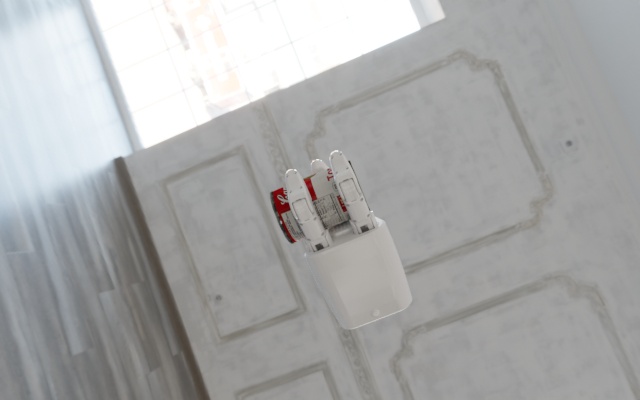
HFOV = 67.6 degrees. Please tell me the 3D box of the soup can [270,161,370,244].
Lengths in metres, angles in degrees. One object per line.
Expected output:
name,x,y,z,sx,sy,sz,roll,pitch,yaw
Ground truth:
soup can,0.000,0.001,0.566,0.102,0.068,0.068,-22,-2,5
